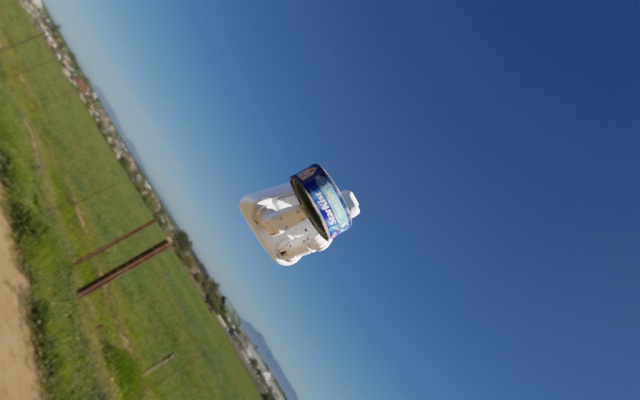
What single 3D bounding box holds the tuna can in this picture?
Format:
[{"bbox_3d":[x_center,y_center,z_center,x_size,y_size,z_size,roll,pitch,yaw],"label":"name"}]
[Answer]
[{"bbox_3d":[0.001,0.002,0.546,0.034,0.086,0.086,-30,6,-10],"label":"tuna can"}]
